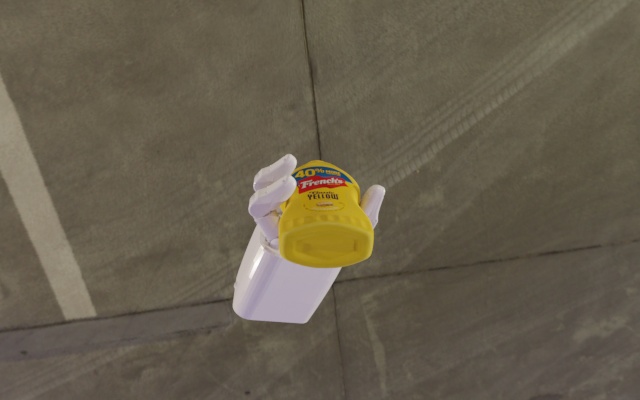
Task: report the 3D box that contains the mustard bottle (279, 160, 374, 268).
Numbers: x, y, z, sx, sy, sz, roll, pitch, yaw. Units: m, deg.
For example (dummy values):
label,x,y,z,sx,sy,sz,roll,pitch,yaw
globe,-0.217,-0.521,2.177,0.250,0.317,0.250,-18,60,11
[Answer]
label,x,y,z,sx,sy,sz,roll,pitch,yaw
mustard bottle,0.000,0.002,0.556,0.096,0.058,0.191,-2,28,-4
